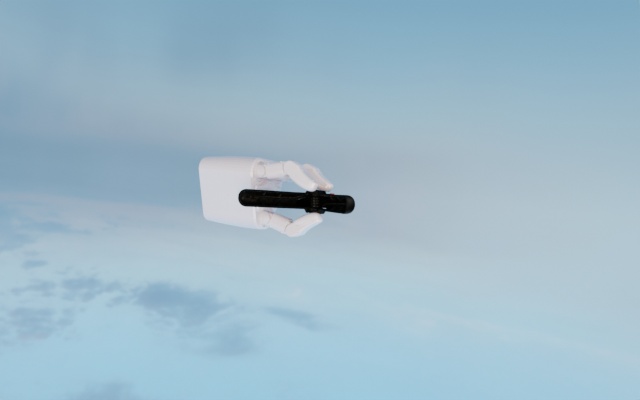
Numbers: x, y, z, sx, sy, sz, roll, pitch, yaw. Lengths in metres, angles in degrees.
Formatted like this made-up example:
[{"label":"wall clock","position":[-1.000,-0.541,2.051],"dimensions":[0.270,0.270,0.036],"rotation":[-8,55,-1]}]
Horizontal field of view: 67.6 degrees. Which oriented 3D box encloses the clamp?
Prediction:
[{"label":"clamp","position":[0.000,0.003,0.716],"dimensions":[0.164,0.036,0.210],"rotation":[5,1,25]}]
